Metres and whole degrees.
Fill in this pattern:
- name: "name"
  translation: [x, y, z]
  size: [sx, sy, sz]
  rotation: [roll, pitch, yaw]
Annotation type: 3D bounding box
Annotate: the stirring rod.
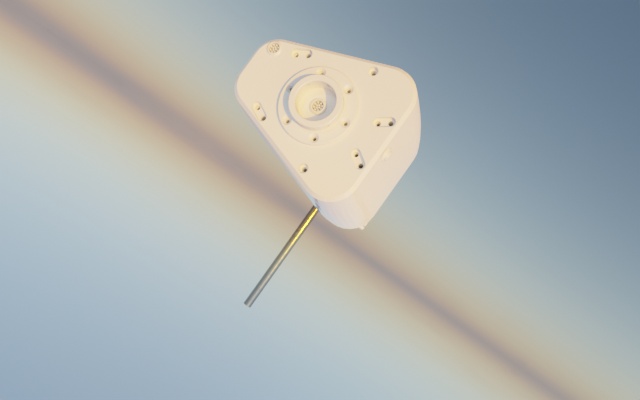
- name: "stirring rod"
  translation: [0.000, 0.001, 0.458]
  size: [0.011, 0.239, 0.011]
  rotation: [35, -2, 2]
